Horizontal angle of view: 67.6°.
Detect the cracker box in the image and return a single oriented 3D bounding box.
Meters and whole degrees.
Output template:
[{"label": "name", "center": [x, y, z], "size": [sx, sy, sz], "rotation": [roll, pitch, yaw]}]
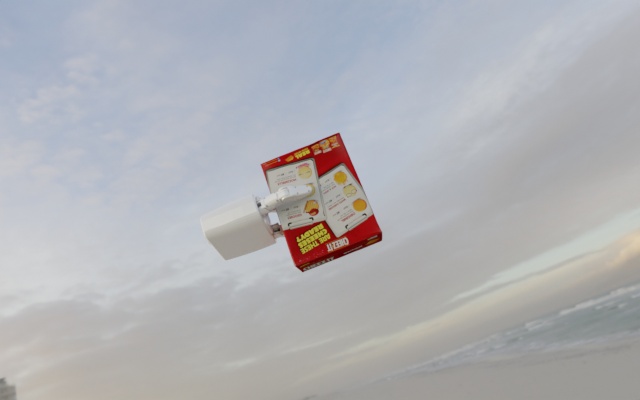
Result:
[{"label": "cracker box", "center": [0.000, 0.003, 0.886], "size": [0.164, 0.213, 0.072], "rotation": [-22, -21, 2]}]
